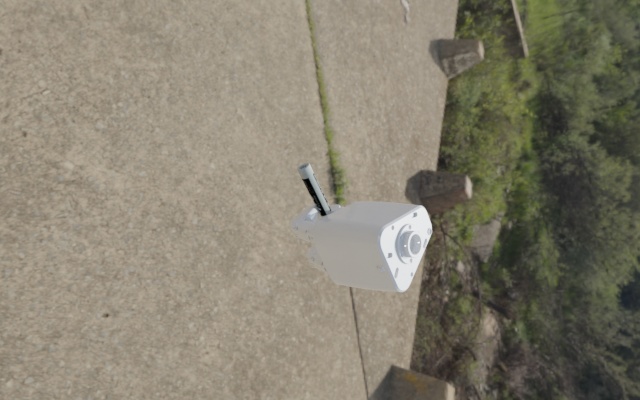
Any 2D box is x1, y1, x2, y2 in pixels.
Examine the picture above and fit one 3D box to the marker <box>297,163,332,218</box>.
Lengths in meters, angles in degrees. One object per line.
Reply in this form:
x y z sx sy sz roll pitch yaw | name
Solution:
0.000 0.002 0.683 0.020 0.121 0.020 -21 25 10 | marker
